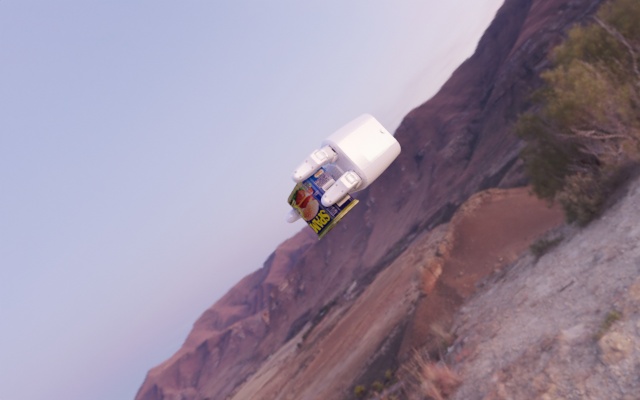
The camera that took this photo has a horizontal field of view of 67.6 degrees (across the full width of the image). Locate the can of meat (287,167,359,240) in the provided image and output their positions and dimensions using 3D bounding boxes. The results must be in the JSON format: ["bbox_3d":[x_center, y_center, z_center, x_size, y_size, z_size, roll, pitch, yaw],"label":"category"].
[{"bbox_3d":[0.000,0.002,0.746,0.057,0.084,0.102,-41,-5,-29],"label":"can of meat"}]
